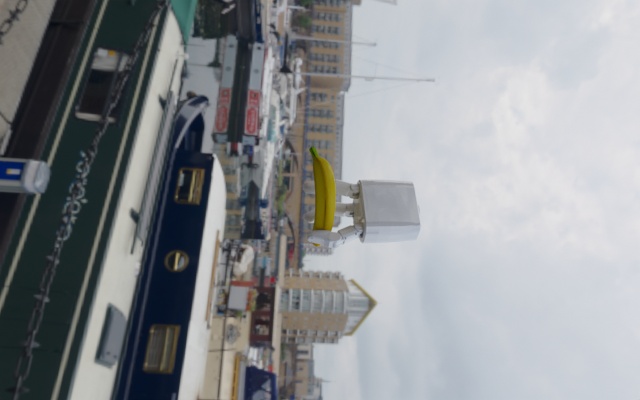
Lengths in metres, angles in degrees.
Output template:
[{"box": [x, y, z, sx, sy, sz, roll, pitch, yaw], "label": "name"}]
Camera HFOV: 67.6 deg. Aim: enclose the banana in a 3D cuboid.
[{"box": [0.004, 0.007, 0.848, 0.037, 0.198, 0.069, -5, 25, -12], "label": "banana"}]
